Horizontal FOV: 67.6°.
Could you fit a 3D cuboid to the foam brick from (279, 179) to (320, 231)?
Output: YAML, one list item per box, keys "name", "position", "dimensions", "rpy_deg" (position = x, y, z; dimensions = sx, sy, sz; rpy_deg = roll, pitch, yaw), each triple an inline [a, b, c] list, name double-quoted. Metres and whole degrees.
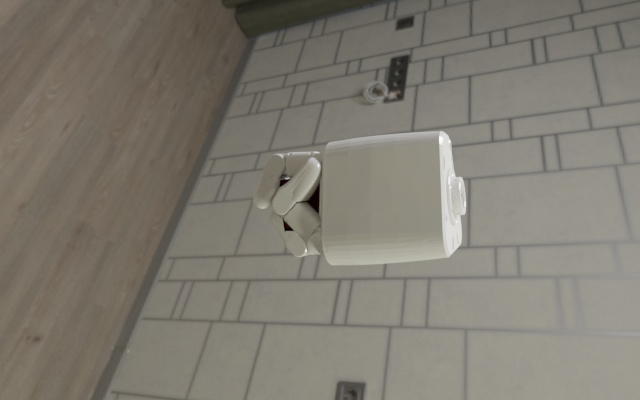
- name: "foam brick"
  position: [0.000, 0.001, 0.487]
  dimensions: [0.051, 0.053, 0.078]
  rpy_deg: [-5, 2, 24]
